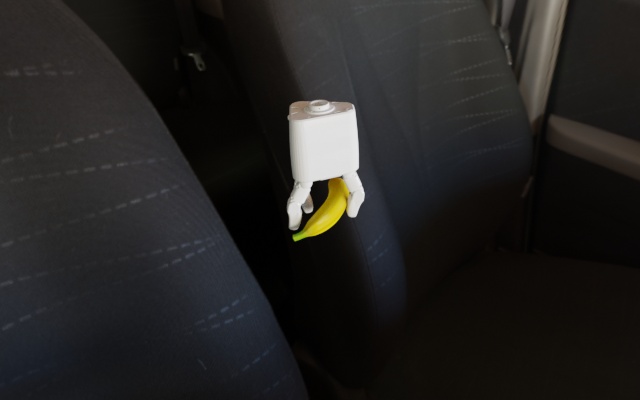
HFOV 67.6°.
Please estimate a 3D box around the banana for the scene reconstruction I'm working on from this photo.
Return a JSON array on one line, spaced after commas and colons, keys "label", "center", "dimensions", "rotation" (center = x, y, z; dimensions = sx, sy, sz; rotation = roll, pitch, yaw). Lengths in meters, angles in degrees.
[{"label": "banana", "center": [0.016, 0.005, 0.855], "dimensions": [0.069, 0.037, 0.197], "rotation": [1, 31, 25]}]
